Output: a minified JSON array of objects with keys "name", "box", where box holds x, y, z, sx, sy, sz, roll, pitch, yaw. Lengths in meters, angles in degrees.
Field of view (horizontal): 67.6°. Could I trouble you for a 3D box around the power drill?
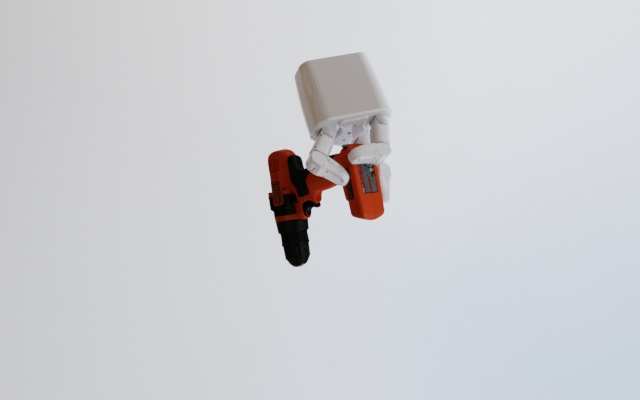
[{"name":"power drill","box":[0.000,0.002,0.698,0.187,0.184,0.057,-11,-1,41]}]
